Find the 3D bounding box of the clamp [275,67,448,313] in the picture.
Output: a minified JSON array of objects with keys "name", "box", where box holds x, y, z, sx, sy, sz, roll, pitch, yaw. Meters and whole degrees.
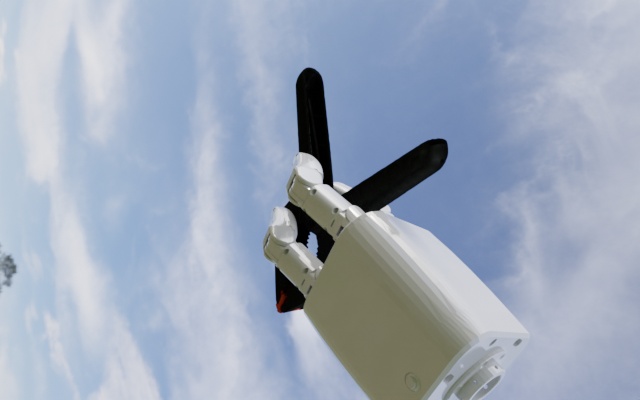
[{"name":"clamp","box":[0.001,0.002,0.404,0.036,0.210,0.164,1,36,-40]}]
